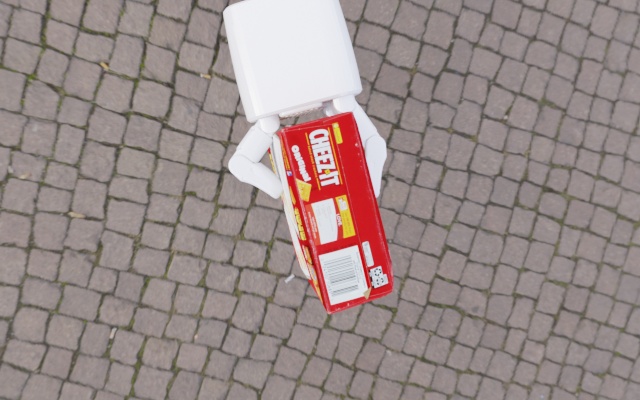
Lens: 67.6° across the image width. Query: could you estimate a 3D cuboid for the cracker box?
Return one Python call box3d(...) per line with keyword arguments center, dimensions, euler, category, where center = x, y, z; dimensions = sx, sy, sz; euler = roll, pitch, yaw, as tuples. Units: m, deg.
box3d(center=(0.000, 0.002, 0.500), dimensions=(0.072, 0.164, 0.213), euler=(-15, 7, -8), category="cracker box")
